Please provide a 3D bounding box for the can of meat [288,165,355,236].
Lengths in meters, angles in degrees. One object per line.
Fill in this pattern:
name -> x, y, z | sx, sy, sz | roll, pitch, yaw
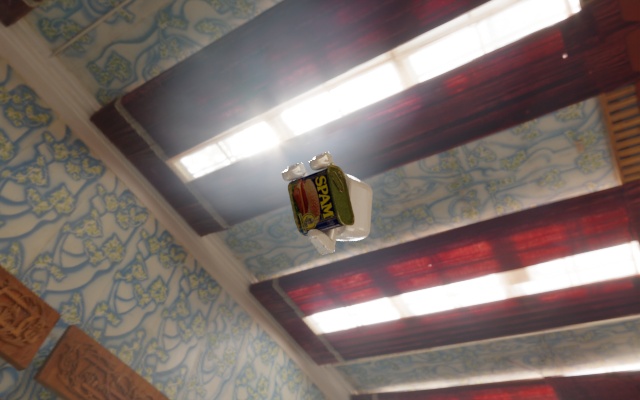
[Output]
can of meat -> 0.000, 0.003, 0.790 | 0.084, 0.102, 0.057 | -18, -13, 27
